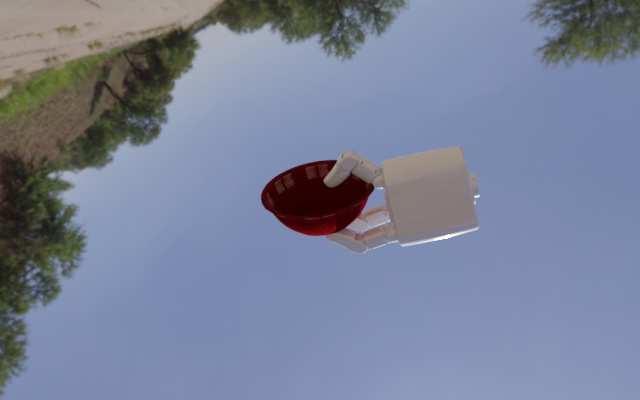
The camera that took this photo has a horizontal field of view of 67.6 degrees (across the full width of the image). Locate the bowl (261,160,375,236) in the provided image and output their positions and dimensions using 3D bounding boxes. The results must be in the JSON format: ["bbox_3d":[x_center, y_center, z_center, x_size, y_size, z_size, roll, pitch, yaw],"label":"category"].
[{"bbox_3d":[-0.001,0.003,0.675,0.162,0.055,0.162,-7,30,4],"label":"bowl"}]
